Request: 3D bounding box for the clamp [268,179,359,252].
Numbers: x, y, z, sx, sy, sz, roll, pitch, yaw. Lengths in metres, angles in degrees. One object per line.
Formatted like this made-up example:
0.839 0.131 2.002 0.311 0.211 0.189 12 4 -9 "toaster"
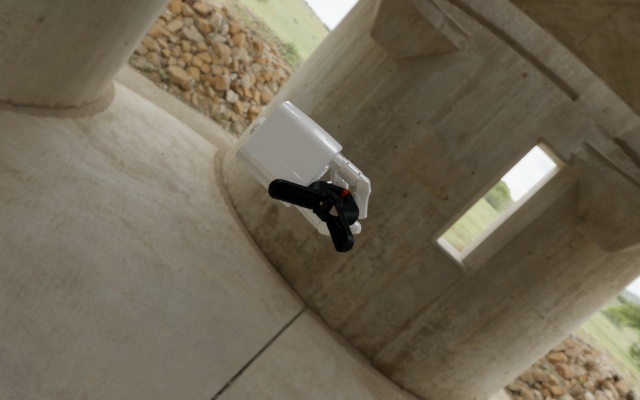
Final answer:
0.001 0.002 0.615 0.120 0.039 0.171 42 15 -1 "clamp"
